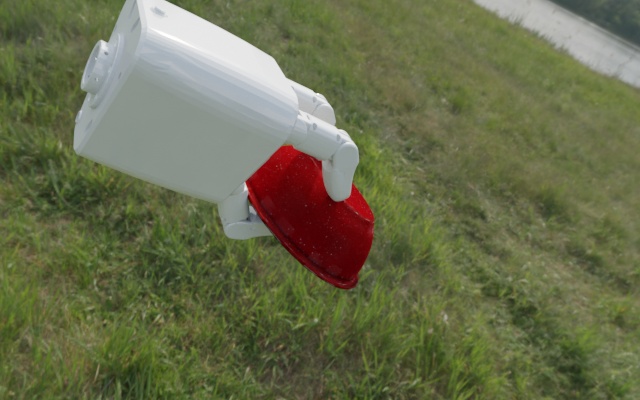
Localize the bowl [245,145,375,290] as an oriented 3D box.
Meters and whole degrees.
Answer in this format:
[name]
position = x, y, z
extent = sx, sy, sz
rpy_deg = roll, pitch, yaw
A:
[bowl]
position = 0.001, 0.002, 0.445
extent = 0.055, 0.162, 0.162
rpy_deg = -41, -12, 14
